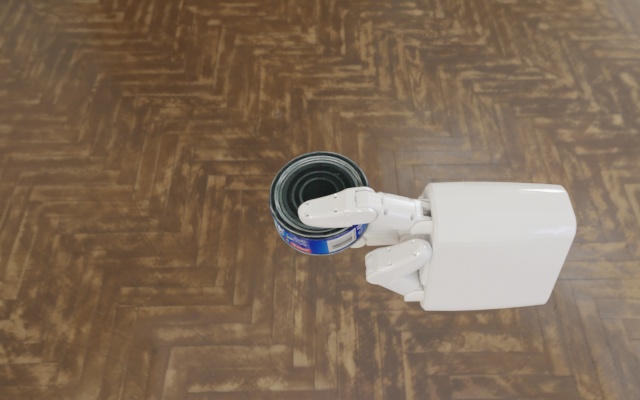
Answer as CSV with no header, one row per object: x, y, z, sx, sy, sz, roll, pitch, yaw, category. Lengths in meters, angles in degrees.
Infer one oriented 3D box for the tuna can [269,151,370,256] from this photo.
0.000,0.001,0.404,0.086,0.086,0.034,0,-30,6,tuna can
